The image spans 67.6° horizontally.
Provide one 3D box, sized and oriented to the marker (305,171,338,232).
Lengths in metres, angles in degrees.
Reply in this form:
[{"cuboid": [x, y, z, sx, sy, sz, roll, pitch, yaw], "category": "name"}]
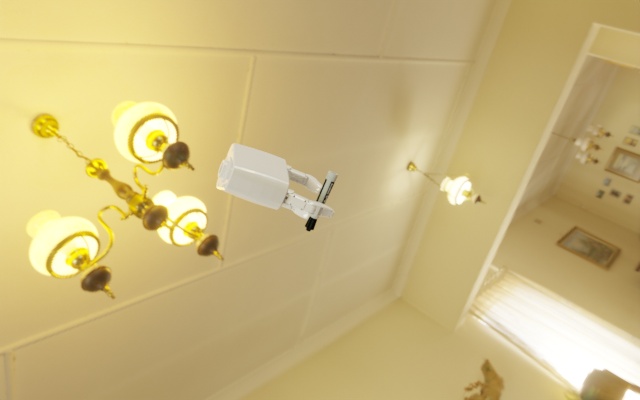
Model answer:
[{"cuboid": [0.000, 0.003, 0.891, 0.020, 0.121, 0.020, 23, 12, -5], "category": "marker"}]
